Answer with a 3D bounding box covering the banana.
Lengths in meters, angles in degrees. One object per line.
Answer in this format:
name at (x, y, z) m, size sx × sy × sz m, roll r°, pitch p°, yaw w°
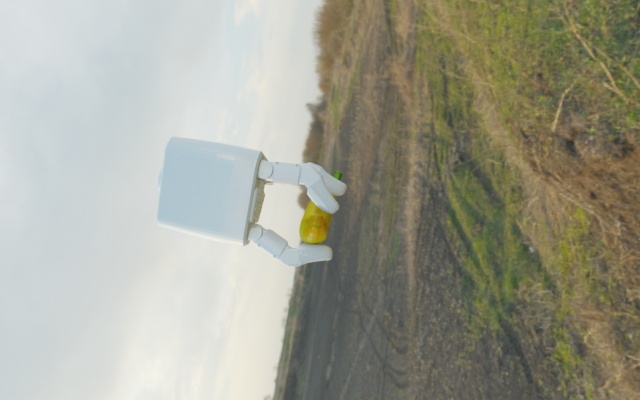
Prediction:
banana at (-0.004, 0.018, 0.612) m, size 0.037 × 0.070 × 0.197 m, roll 14°, pitch 21°, yaw 2°
